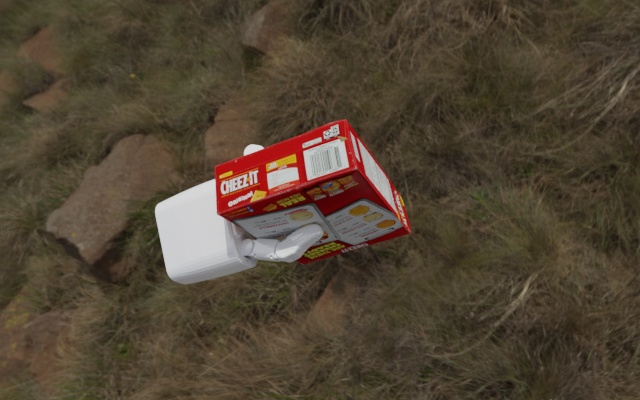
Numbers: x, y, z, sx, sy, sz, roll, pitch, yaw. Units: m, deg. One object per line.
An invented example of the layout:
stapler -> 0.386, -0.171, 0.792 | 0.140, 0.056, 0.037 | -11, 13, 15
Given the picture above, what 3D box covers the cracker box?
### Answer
cracker box -> 0.000, 0.002, 0.584 | 0.164, 0.072, 0.214 | -18, -27, 18
